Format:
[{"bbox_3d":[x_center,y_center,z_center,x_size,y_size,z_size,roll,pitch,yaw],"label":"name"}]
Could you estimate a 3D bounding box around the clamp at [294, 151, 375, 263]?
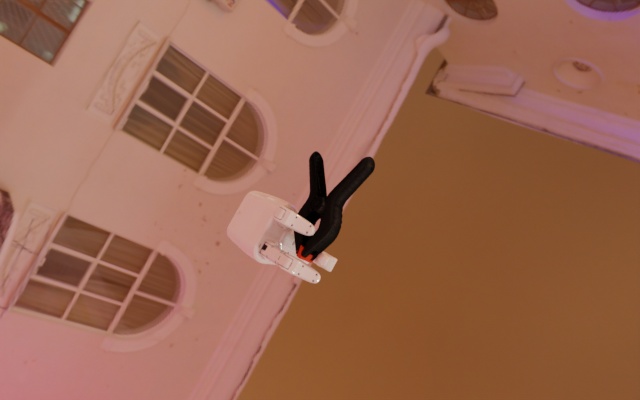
[{"bbox_3d":[0.001,0.003,0.697,0.039,0.171,0.120,33,-6,-38],"label":"clamp"}]
